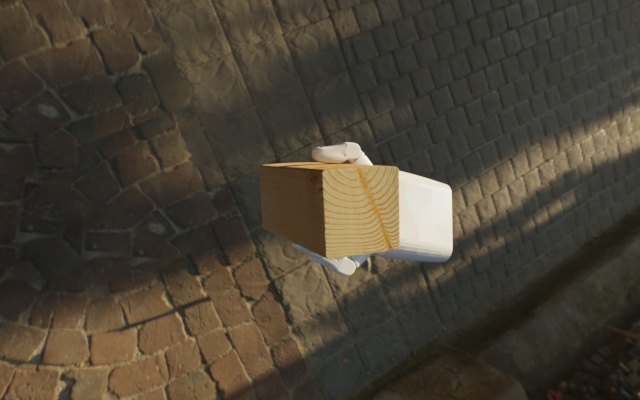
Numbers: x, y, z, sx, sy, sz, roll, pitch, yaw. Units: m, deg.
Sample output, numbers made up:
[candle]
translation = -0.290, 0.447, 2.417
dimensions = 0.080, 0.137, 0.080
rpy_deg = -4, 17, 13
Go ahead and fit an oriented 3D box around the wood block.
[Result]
[wood block]
translation = 0.001, 0.002, 0.574
dimensions = 0.090, 0.091, 0.206
rpy_deg = -5, 7, -24
